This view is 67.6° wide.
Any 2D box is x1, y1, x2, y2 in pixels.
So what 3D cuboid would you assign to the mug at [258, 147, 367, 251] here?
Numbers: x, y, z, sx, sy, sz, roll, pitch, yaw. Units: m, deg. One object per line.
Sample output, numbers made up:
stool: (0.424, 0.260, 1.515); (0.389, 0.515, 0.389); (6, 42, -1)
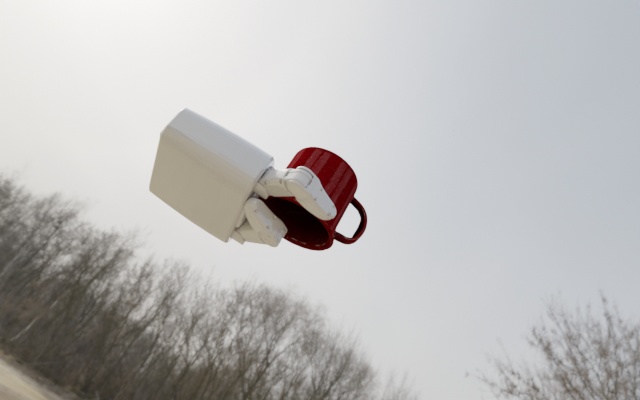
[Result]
mug: (0.001, 0.002, 0.526); (0.117, 0.081, 0.093); (32, -30, 0)
